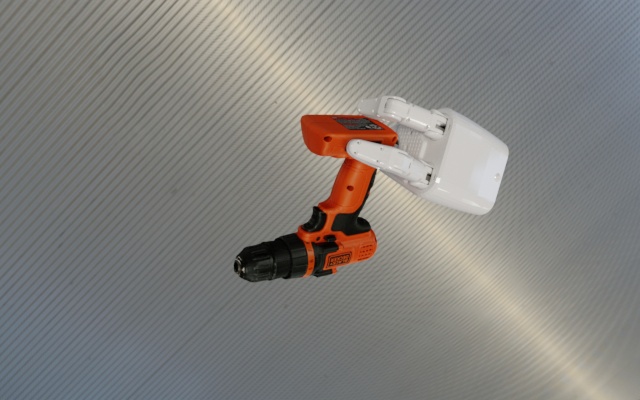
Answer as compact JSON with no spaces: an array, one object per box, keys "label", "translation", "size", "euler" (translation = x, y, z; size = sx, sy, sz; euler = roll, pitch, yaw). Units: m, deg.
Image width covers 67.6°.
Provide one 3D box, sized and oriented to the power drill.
[{"label":"power drill","translation":[0.000,0.001,0.522],"size":[0.184,0.188,0.057],"euler":[-8,36,-35]}]
